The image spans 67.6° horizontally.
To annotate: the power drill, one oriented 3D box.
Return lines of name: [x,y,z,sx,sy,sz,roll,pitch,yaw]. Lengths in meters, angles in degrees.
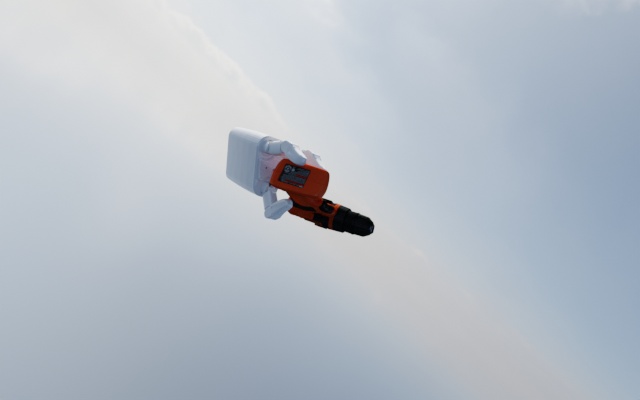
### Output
power drill: [0.000,0.003,0.866,0.184,0.057,0.188,16,-20,22]
